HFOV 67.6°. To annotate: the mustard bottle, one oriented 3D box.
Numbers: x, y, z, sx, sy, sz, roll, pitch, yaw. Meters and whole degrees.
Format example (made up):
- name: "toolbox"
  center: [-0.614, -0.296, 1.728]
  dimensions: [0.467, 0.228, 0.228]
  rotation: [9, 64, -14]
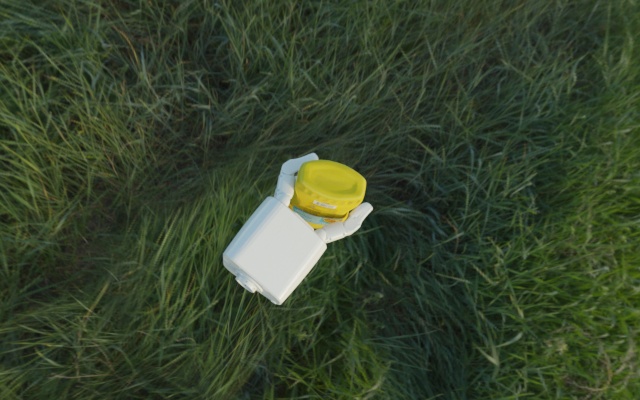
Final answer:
- name: "mustard bottle"
  center: [0.000, 0.002, 0.737]
  dimensions: [0.096, 0.058, 0.192]
  rotation: [14, -21, -6]
